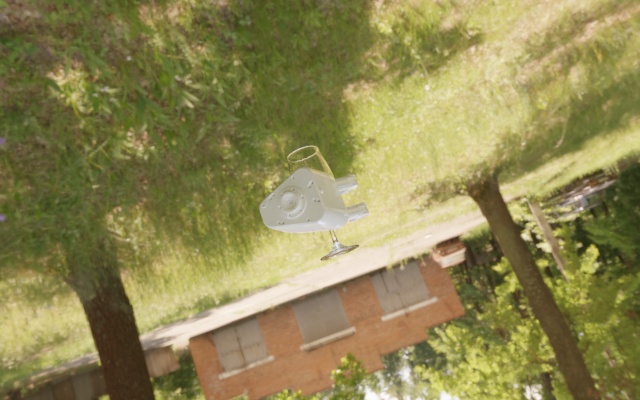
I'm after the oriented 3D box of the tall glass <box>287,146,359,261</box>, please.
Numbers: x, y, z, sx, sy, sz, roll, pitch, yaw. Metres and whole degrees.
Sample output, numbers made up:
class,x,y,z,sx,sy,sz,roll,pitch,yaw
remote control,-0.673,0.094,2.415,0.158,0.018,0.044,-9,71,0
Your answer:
class,x,y,z,sx,sy,sz,roll,pitch,yaw
tall glass,0.000,0.004,0.868,0.079,0.201,0.079,-20,-13,-5
